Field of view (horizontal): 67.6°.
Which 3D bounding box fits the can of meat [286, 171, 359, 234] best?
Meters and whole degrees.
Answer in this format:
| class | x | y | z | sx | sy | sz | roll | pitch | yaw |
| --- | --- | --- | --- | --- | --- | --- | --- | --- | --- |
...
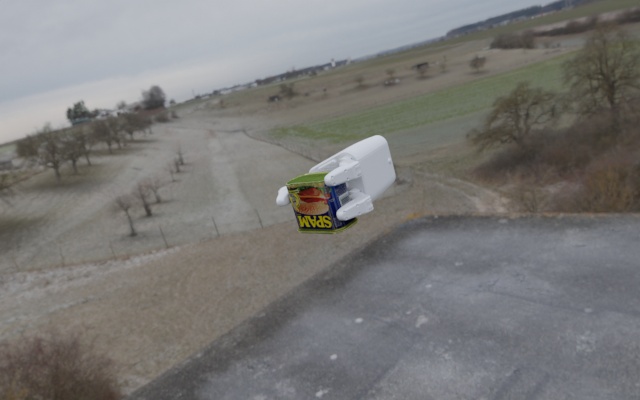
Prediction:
| class | x | y | z | sx | sy | sz | roll | pitch | yaw |
| --- | --- | --- | --- | --- | --- | --- | --- | --- | --- |
| can of meat | 0.000 | 0.002 | 0.744 | 0.102 | 0.084 | 0.057 | -2 | 21 | 43 |
